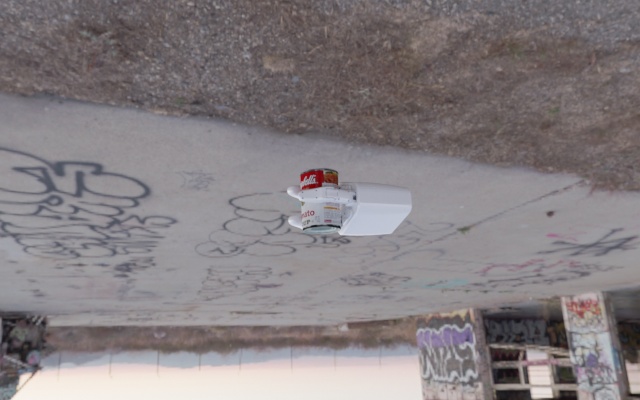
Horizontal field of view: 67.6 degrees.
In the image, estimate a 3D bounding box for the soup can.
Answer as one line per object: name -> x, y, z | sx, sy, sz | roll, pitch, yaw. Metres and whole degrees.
soup can -> 0.000, 0.003, 0.827 | 0.068, 0.102, 0.068 | -3, -15, -1
